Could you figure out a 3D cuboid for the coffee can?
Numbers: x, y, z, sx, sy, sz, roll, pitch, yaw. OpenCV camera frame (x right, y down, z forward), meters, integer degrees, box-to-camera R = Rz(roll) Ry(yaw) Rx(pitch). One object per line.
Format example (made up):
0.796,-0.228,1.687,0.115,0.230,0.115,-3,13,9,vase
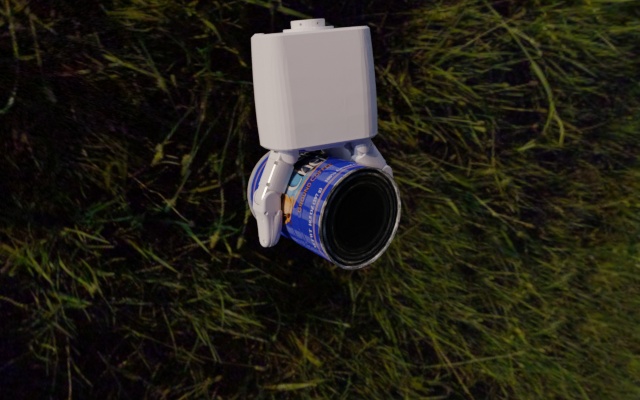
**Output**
0.000,0.002,0.510,0.103,0.103,0.140,0,13,-37,coffee can
